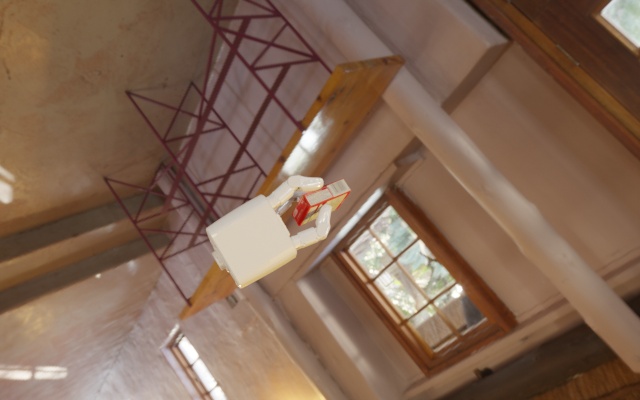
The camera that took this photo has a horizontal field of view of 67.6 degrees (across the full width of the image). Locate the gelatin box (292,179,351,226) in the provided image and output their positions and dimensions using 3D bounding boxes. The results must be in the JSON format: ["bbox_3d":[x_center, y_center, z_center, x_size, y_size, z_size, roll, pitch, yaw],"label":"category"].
[{"bbox_3d":[0.001,0.003,0.829,0.089,0.030,0.073,-22,-18,-28],"label":"gelatin box"}]
